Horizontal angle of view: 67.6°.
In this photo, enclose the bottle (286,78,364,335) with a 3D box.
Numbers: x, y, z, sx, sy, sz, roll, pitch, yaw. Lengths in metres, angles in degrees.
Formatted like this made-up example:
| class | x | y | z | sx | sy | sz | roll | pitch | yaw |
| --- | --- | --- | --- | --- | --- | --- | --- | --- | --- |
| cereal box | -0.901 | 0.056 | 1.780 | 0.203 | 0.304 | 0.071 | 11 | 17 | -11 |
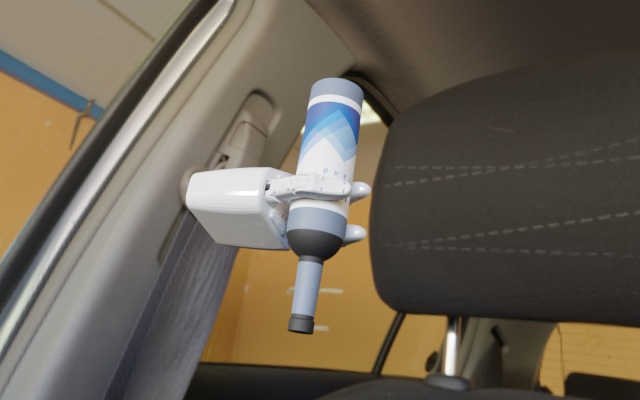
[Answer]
| class | x | y | z | sx | sy | sz | roll | pitch | yaw |
| --- | --- | --- | --- | --- | --- | --- | --- | --- | --- |
| bottle | 0.000 | 0.002 | 0.550 | 0.069 | 0.295 | 0.069 | 8 | -20 | 3 |
